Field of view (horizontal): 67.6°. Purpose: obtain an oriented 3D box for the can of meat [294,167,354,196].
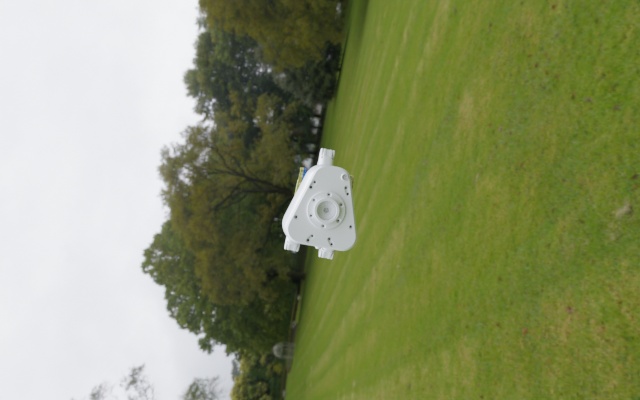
[{"bbox_3d":[0.000,0.002,0.751,0.084,0.102,0.057,11,3,-5],"label":"can of meat"}]
